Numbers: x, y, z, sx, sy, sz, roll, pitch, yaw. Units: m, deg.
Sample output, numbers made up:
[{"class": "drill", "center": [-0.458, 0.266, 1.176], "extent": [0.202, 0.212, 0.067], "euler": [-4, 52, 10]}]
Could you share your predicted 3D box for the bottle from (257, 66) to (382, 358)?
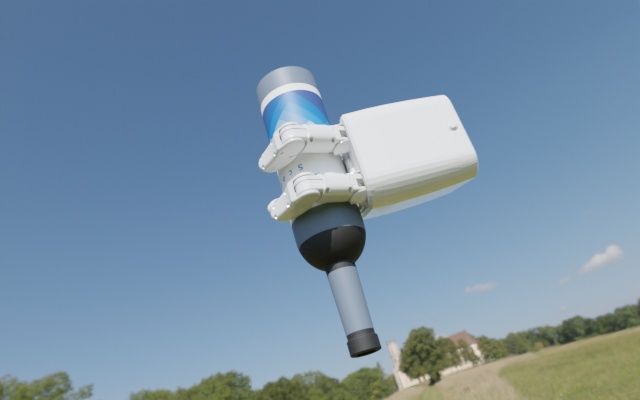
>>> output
[{"class": "bottle", "center": [0.000, 0.001, 0.464], "extent": [0.069, 0.295, 0.069], "euler": [-14, -26, -7]}]
